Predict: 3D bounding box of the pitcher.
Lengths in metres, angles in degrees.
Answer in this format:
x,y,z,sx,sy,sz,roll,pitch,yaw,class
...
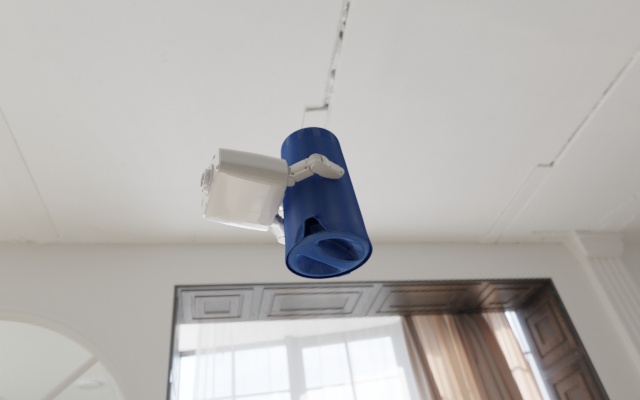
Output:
x,y,z,sx,sy,sz,roll,pitch,yaw,class
0.000,0.003,0.793,0.145,0.242,0.149,11,-42,-24,pitcher
